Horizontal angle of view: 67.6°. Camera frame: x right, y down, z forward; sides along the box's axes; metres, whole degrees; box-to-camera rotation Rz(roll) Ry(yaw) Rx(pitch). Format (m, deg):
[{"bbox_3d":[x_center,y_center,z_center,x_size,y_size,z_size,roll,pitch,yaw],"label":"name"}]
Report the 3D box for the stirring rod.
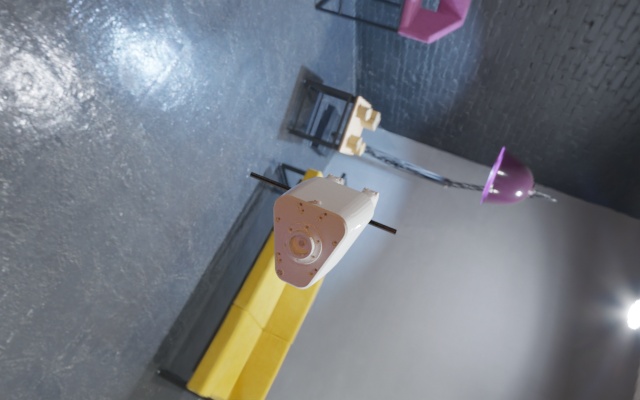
[{"bbox_3d":[0.000,0.002,0.714,0.239,0.011,0.011,22,6,15],"label":"stirring rod"}]
